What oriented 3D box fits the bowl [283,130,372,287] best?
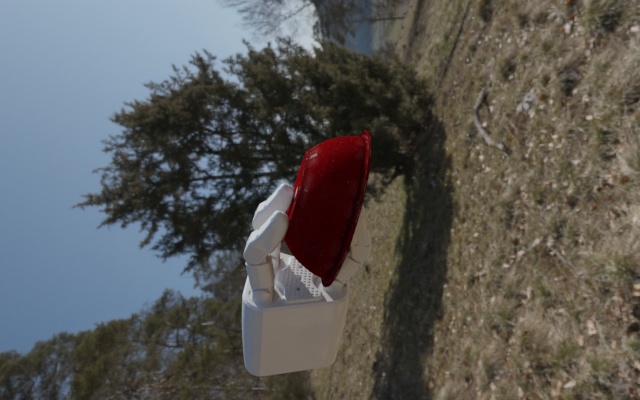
[{"bbox_3d":[0.000,0.000,0.478,0.055,0.162,0.162,15,-2,-6],"label":"bowl"}]
